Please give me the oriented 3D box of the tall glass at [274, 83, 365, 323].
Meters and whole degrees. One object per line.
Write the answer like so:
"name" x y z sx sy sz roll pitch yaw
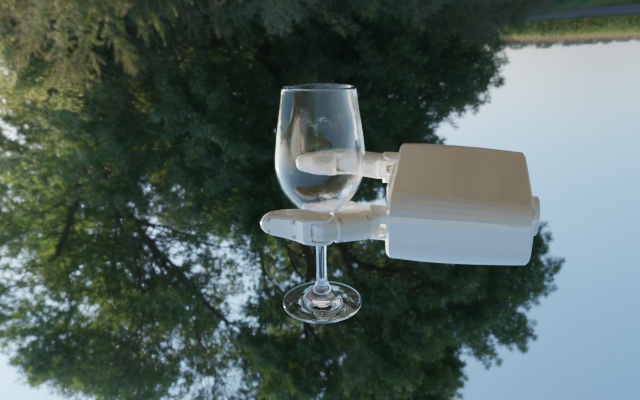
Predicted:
"tall glass" 0.000 0.002 0.420 0.079 0.201 0.079 -1 19 0
